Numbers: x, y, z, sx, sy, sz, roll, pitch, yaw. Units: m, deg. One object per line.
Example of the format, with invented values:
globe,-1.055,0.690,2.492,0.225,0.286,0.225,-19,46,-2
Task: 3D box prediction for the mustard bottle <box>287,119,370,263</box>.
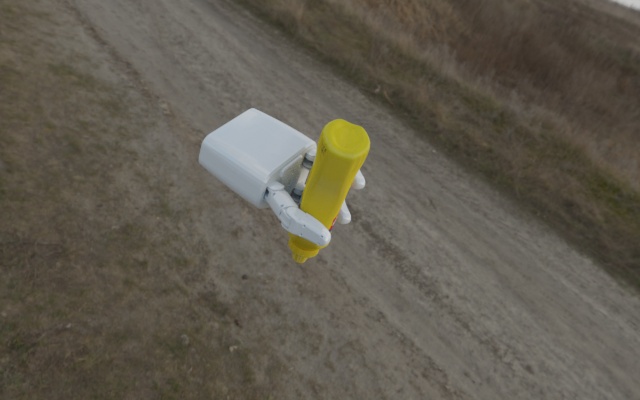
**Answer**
mustard bottle,0.000,0.002,0.588,0.058,0.192,0.096,20,31,-3
